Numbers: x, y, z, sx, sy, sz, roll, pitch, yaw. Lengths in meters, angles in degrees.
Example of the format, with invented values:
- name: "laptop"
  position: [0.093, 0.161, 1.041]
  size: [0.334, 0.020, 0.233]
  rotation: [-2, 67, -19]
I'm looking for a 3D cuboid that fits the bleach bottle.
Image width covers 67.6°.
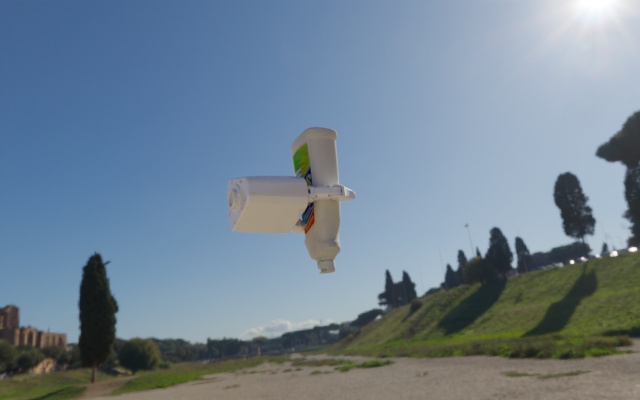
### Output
- name: "bleach bottle"
  position: [0.000, 0.003, 0.857]
  size: [0.068, 0.250, 0.102]
  rotation: [2, -19, -28]
